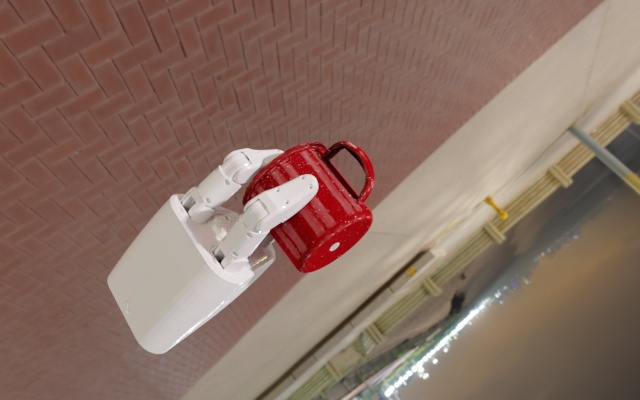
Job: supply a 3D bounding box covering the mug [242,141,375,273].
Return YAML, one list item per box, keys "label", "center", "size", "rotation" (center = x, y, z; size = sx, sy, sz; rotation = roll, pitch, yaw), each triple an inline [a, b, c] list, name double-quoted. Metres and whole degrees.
- label: "mug"
  center: [0.001, 0.001, 0.417]
  size: [0.117, 0.081, 0.093]
  rotation: [-45, -21, 19]
